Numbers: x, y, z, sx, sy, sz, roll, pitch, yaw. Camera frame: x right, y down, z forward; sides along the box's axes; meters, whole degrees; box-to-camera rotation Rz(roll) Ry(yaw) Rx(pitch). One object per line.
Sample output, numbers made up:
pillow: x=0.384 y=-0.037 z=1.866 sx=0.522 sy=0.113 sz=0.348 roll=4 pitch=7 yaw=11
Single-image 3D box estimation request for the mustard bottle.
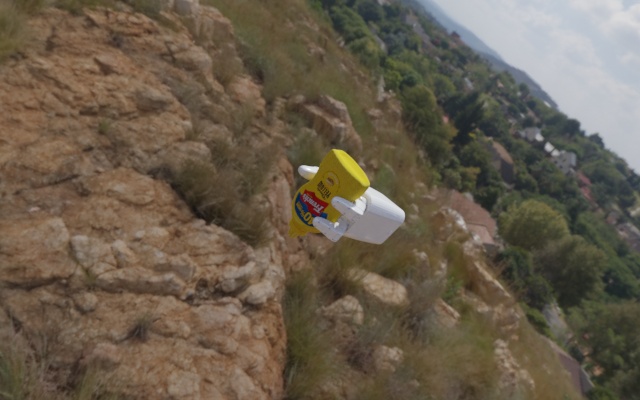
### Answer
mustard bottle: x=0.000 y=0.003 z=0.890 sx=0.192 sy=0.096 sz=0.058 roll=-49 pitch=-24 yaw=26
